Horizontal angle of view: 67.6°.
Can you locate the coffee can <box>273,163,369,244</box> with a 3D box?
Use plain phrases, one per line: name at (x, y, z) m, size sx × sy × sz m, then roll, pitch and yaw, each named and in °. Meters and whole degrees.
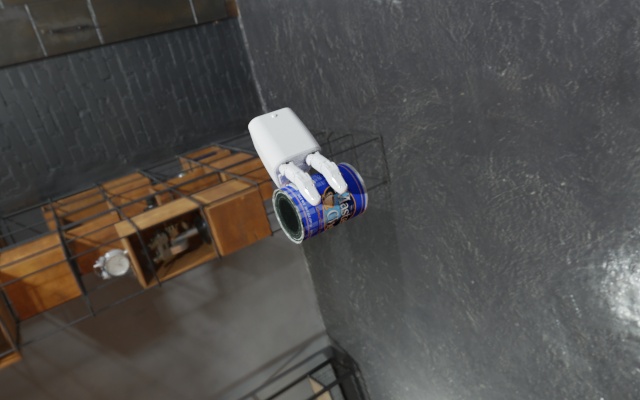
coffee can at (0.000, 0.003, 0.858) m, size 0.140 × 0.103 × 0.103 m, roll -24°, pitch 11°, yaw -26°
